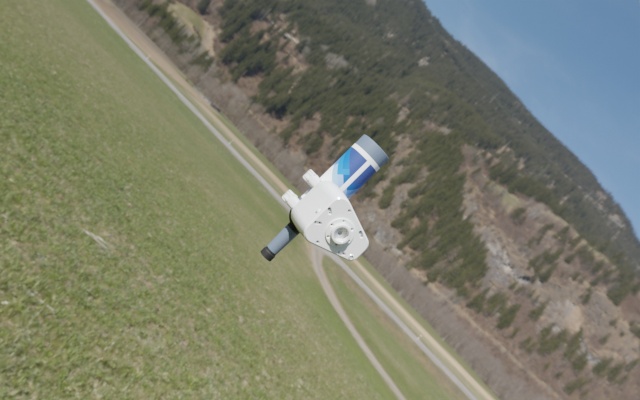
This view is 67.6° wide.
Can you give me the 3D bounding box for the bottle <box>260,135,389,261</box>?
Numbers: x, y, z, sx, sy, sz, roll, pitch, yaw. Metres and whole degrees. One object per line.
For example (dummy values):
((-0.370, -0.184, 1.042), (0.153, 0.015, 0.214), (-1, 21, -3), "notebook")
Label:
((0.000, 0.003, 0.900), (0.296, 0.069, 0.069), (-45, 2, 2), "bottle")
